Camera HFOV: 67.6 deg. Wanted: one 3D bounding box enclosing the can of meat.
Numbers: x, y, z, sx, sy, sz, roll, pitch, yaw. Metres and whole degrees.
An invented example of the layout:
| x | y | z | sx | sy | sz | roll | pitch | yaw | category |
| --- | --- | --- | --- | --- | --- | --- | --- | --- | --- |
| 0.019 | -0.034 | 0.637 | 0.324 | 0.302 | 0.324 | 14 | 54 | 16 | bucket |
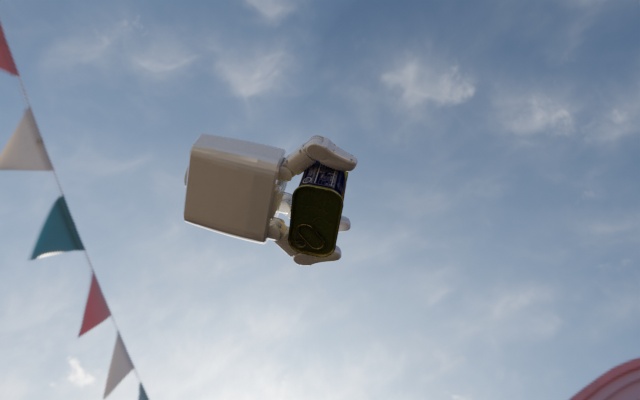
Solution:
| x | y | z | sx | sy | sz | roll | pitch | yaw | category |
| --- | --- | --- | --- | --- | --- | --- | --- | --- | --- |
| 0.000 | 0.002 | 0.572 | 0.057 | 0.102 | 0.084 | 11 | 38 | 4 | can of meat |
